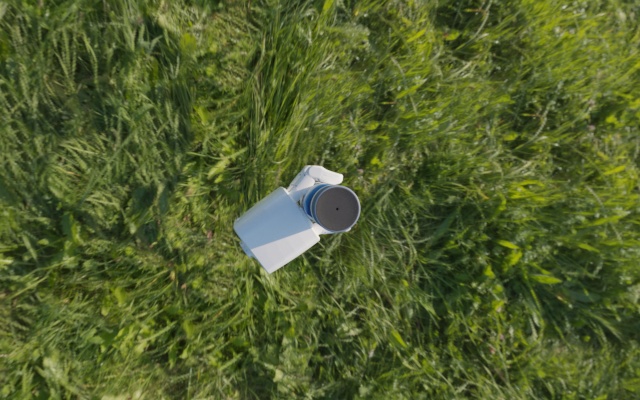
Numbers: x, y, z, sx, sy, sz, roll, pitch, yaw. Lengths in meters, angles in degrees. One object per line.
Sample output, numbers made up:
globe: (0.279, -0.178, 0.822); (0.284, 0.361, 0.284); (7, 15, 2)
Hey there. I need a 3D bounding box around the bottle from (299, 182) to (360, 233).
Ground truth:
bottle: (0.000, 0.003, 0.811); (0.069, 0.069, 0.295); (0, 4, -9)
